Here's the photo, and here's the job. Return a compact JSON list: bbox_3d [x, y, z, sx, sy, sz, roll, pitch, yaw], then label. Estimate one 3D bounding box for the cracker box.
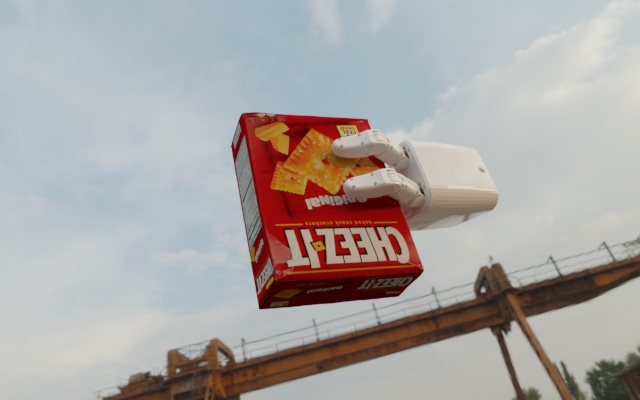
[{"bbox_3d":[0.000,0.002,0.529,0.164,0.213,0.072,0,-35,-23],"label":"cracker box"}]
